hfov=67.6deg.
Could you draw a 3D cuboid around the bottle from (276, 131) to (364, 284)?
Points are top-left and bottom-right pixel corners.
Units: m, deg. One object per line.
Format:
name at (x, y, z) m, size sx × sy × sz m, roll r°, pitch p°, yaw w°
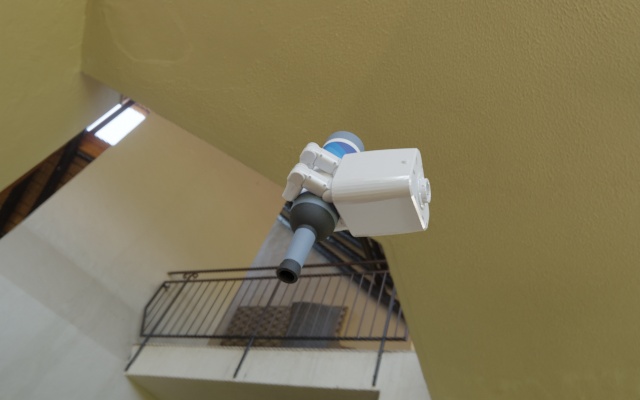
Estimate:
bottle at (0.000, 0.002, 0.679) m, size 0.069 × 0.069 × 0.295 m, roll 0°, pitch 37°, yaw 20°
